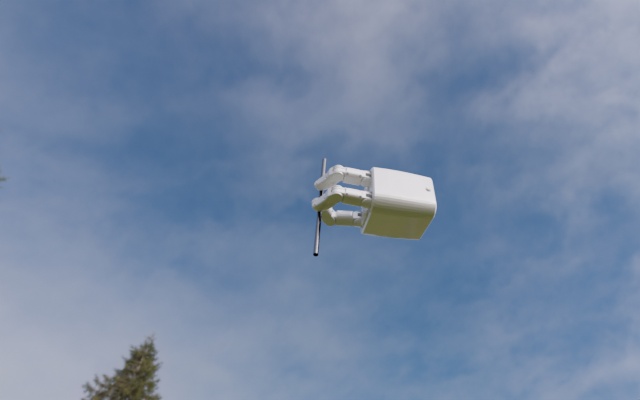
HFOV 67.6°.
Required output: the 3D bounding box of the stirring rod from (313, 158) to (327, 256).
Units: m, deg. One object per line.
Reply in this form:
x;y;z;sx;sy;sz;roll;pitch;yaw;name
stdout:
0.000;0.003;0.809;0.011;0.011;0.239;0;41;5;stirring rod
